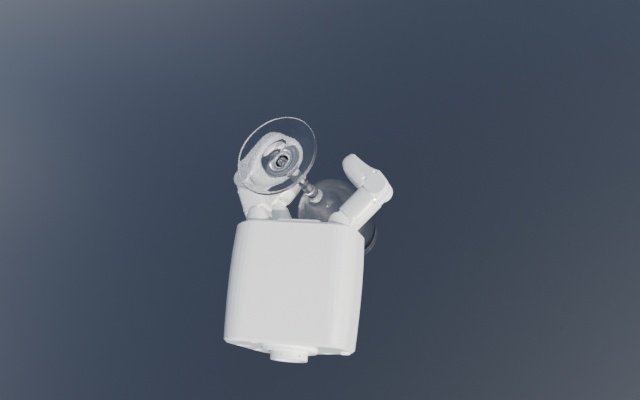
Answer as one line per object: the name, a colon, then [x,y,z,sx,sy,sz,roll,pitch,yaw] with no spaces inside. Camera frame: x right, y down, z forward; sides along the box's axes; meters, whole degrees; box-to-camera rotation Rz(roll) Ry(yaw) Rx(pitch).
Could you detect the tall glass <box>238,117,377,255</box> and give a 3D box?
tall glass: [0.000,0.001,0.484,0.079,0.079,0.201,0,-23,24]
